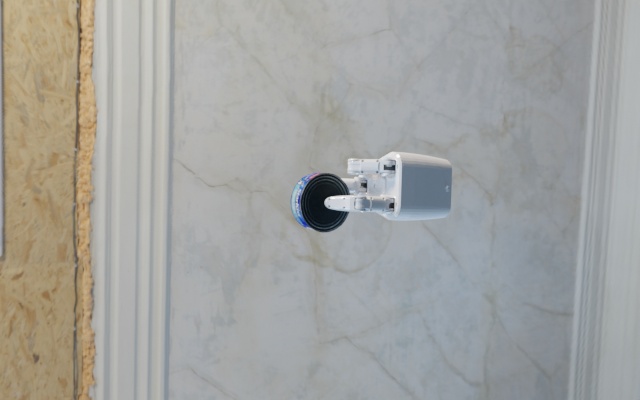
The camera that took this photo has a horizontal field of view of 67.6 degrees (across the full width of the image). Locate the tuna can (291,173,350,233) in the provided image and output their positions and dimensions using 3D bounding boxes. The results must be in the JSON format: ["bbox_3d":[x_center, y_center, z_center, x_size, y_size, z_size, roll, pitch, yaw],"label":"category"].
[{"bbox_3d":[0.000,0.002,0.697,0.086,0.086,0.034,0,4,-32],"label":"tuna can"}]
